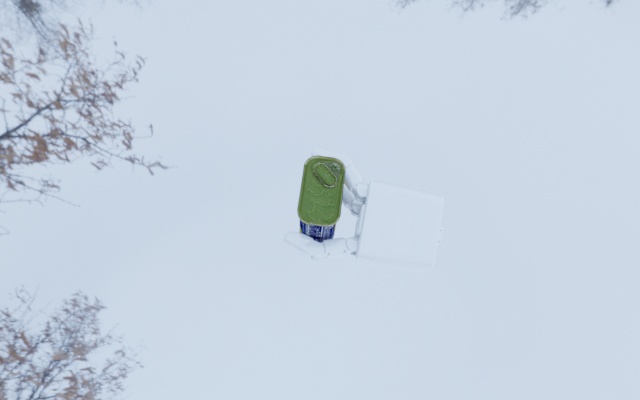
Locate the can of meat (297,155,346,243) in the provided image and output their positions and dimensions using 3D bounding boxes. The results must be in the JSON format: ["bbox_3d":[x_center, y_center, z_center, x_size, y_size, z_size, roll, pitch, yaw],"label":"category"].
[{"bbox_3d":[0.000,0.002,0.669,0.057,0.102,0.084,7,-24,0],"label":"can of meat"}]
